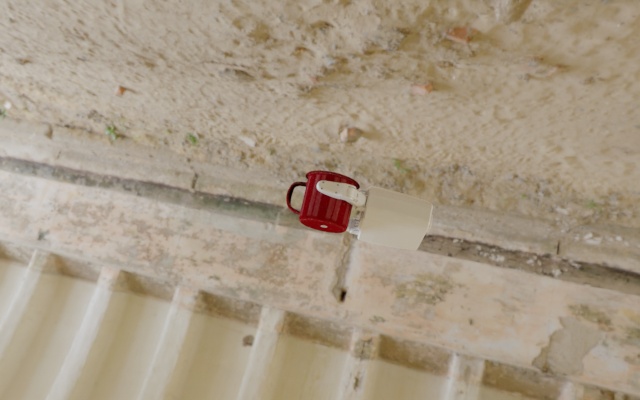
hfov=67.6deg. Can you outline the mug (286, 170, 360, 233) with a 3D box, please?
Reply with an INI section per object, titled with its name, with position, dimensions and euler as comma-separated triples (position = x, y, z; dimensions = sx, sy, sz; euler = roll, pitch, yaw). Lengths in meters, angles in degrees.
[mug]
position = -0.001, 0.002, 0.790
dimensions = 0.117, 0.081, 0.093
euler = 12, -15, 6
